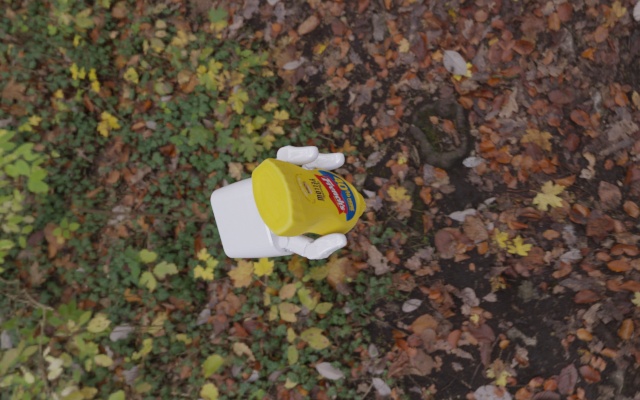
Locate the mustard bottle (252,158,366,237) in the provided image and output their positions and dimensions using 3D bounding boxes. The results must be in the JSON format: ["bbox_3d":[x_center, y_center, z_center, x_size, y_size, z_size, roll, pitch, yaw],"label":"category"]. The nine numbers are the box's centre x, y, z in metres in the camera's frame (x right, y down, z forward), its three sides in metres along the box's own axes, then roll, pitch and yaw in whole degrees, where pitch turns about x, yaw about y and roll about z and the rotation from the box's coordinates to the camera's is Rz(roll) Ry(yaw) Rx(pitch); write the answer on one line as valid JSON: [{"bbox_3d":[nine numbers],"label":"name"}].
[{"bbox_3d":[0.000,0.002,0.635,0.058,0.096,0.191,-39,-27,30],"label":"mustard bottle"}]
